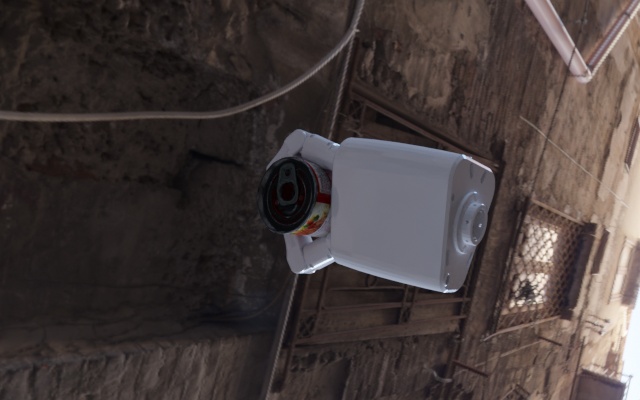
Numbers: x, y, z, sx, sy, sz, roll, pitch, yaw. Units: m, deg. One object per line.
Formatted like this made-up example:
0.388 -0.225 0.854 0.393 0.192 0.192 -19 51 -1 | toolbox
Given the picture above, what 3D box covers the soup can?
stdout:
0.000 0.002 0.452 0.068 0.068 0.102 0 -7 38 | soup can
